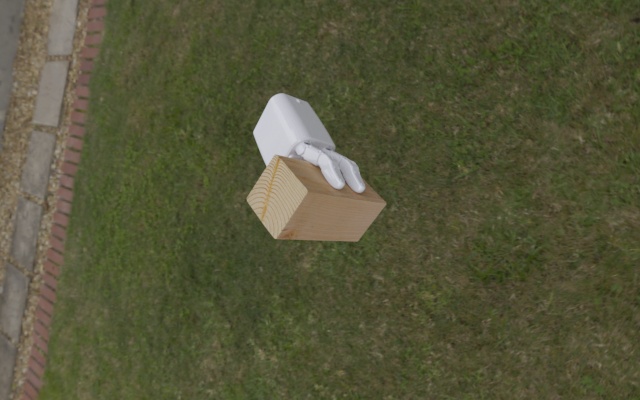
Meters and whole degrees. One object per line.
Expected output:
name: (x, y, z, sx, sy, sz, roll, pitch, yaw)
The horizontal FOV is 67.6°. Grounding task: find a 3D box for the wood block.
wood block: (0.000, 0.002, 0.756, 0.206, 0.091, 0.090, 7, 35, -51)
